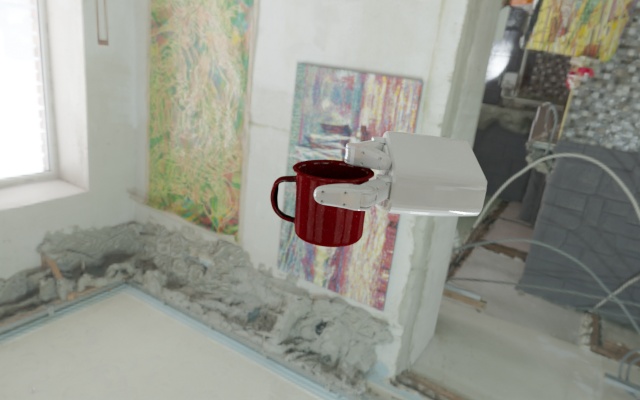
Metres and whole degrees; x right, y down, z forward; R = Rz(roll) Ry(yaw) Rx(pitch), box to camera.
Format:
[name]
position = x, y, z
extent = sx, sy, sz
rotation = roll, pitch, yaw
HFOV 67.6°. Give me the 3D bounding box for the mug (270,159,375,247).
[mug]
position = -0.001, 0.002, 0.552
extent = 0.117, 0.081, 0.093
rotation = 4, 18, -1
